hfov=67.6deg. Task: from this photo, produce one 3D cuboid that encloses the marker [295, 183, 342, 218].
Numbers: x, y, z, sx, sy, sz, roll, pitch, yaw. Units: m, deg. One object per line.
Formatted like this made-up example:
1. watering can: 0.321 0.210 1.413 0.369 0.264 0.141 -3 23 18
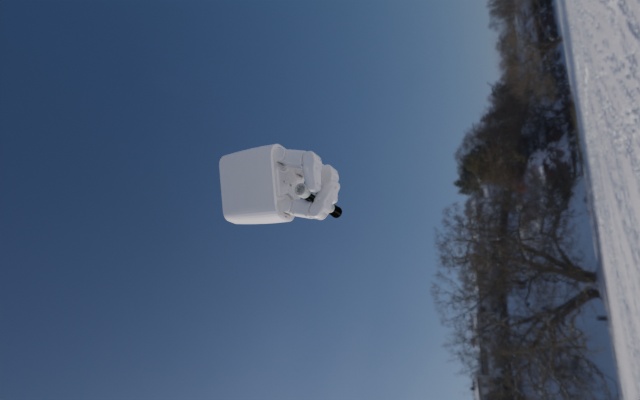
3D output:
1. marker: 0.000 0.002 0.715 0.020 0.020 0.121 0 -18 30
